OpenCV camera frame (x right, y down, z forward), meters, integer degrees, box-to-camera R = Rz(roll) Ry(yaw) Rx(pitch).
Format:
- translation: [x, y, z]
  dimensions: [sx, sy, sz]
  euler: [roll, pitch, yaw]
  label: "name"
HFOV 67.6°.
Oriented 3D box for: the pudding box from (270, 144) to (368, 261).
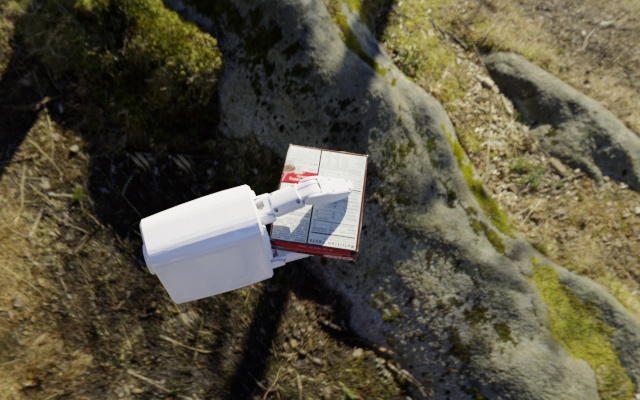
- translation: [0.000, 0.002, 0.501]
  dimensions: [0.090, 0.113, 0.039]
  euler: [9, -21, 0]
  label: "pudding box"
